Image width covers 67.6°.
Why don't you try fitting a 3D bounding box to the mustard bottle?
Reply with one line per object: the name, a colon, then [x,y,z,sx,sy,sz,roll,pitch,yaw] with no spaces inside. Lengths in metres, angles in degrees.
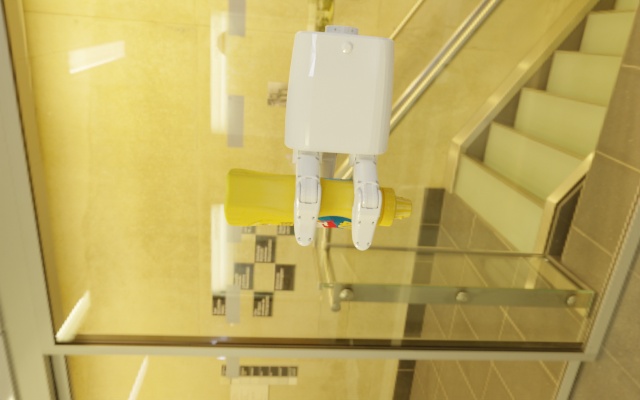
mustard bottle: [0.000,0.002,0.497,0.191,0.058,0.096,3,-9,-6]
